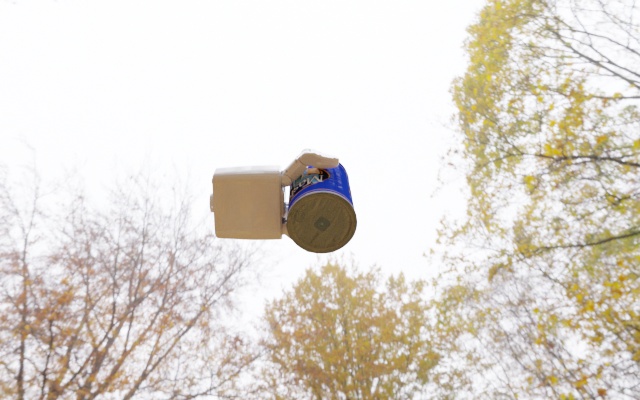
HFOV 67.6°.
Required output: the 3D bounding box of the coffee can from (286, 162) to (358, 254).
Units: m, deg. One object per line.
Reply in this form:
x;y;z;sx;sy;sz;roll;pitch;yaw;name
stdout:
0.000;0.002;0.746;0.103;0.103;0.140;0;27;-2;coffee can
